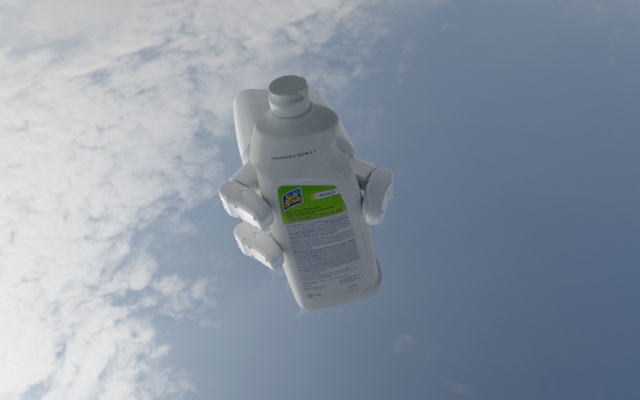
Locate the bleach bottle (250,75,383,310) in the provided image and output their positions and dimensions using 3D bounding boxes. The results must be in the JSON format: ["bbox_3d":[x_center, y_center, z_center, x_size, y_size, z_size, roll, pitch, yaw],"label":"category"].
[{"bbox_3d":[0.000,0.002,0.440,0.102,0.251,0.068,-15,44,-4],"label":"bleach bottle"}]
